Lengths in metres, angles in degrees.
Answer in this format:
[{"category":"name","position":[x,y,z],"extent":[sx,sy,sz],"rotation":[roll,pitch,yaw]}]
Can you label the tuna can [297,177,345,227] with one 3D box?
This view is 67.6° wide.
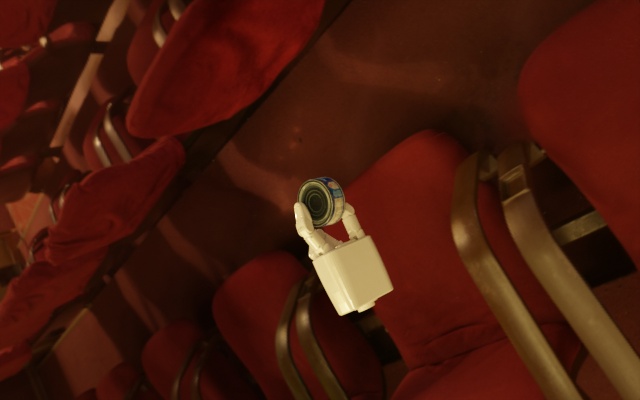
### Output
[{"category":"tuna can","position":[0.000,0.003,0.831],"extent":[0.086,0.086,0.034],"rotation":[0,7,42]}]
